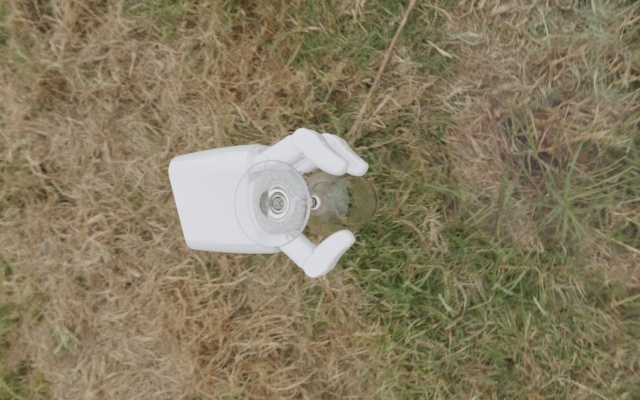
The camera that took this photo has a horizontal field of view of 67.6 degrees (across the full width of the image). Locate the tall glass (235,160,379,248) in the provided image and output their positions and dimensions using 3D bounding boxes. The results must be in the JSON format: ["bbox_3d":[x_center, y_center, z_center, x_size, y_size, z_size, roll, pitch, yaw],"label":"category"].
[{"bbox_3d":[0.000,0.002,0.491,0.079,0.079,0.201,0,1,26],"label":"tall glass"}]
